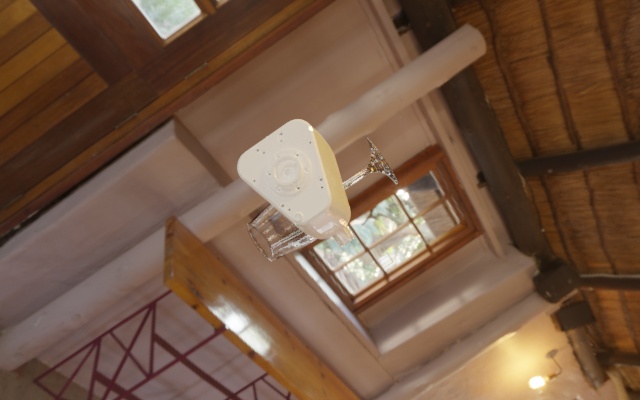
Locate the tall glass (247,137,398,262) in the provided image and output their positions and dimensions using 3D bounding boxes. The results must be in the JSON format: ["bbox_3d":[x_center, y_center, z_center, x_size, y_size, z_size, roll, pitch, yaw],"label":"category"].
[{"bbox_3d":[0.001,0.002,0.641,0.201,0.079,0.079,-34,-3,4],"label":"tall glass"}]
